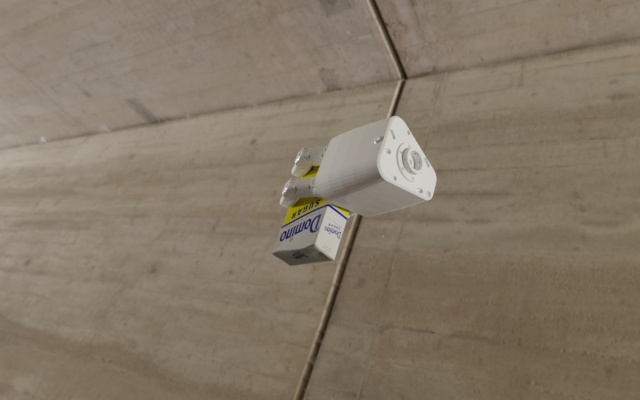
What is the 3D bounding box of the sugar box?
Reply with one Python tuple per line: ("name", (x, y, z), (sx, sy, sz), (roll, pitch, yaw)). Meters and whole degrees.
("sugar box", (0.000, 0.002, 0.671), (0.048, 0.176, 0.093), (39, -34, -29))
